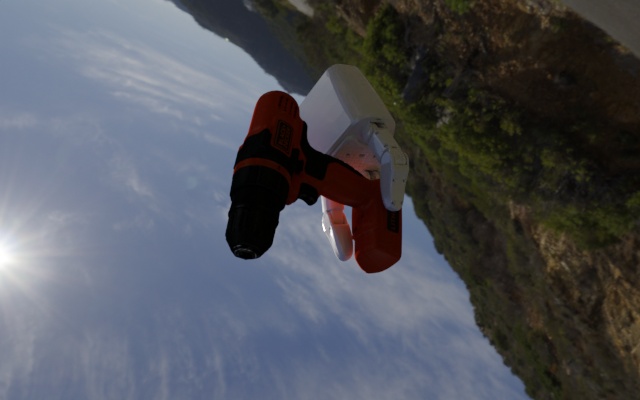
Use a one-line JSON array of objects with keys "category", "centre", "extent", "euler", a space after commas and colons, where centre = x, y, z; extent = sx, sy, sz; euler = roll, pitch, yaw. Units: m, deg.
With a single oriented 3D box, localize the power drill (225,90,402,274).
[{"category": "power drill", "centre": [0.000, 0.002, 0.466], "extent": [0.188, 0.184, 0.057], "euler": [32, -42, -30]}]
